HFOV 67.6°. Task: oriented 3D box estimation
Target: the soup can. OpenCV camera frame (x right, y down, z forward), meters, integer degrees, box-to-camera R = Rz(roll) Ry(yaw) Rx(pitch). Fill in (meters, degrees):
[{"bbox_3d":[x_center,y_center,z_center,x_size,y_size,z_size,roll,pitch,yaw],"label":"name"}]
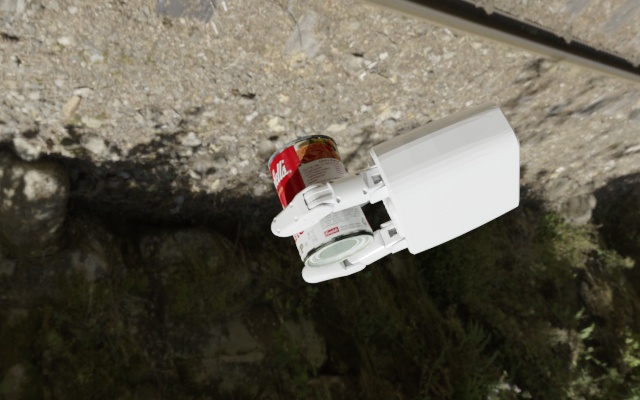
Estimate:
[{"bbox_3d":[0.000,0.002,0.432,0.068,0.102,0.068,-18,-22,-8],"label":"soup can"}]
